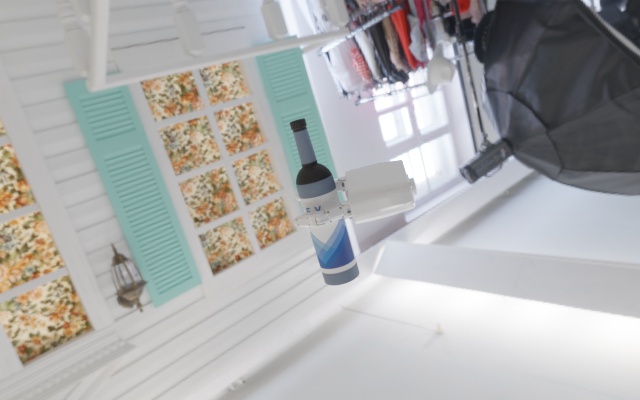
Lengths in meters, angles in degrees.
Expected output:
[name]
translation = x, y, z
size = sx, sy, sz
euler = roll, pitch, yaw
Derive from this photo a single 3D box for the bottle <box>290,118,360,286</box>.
[bottle]
translation = 0.000, 0.003, 0.836
size = 0.069, 0.296, 0.069
euler = -15, 14, 4
